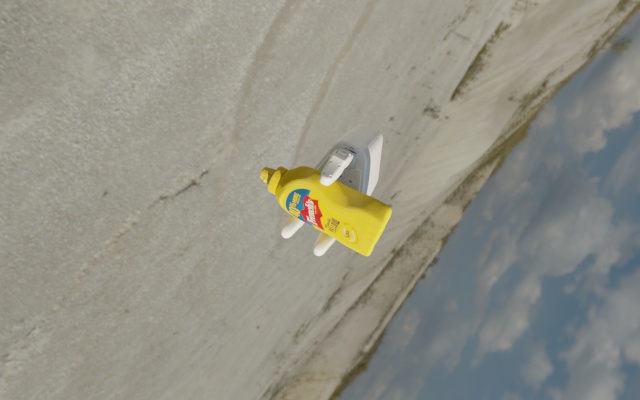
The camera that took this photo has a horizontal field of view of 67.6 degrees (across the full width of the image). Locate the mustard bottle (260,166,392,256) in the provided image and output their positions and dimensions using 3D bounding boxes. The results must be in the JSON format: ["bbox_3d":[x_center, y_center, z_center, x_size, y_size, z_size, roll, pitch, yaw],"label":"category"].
[{"bbox_3d":[0.000,0.003,0.676,0.191,0.058,0.096,28,-33,9],"label":"mustard bottle"}]
